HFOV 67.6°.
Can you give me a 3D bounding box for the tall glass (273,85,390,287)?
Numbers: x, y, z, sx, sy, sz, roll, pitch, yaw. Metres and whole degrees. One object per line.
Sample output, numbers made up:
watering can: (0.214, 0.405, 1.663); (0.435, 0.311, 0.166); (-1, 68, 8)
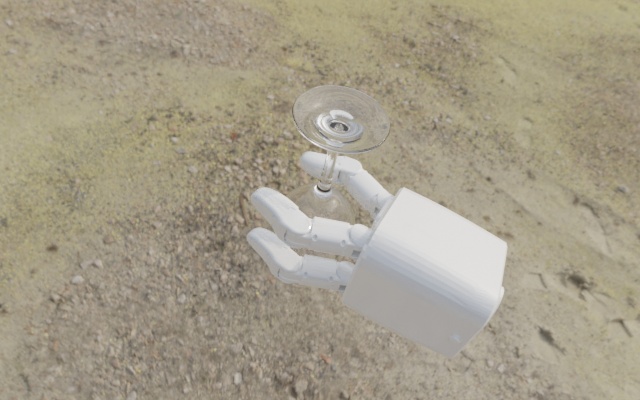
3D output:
tall glass: (0.000, 0.001, 0.427); (0.079, 0.079, 0.201); (0, -39, -12)
